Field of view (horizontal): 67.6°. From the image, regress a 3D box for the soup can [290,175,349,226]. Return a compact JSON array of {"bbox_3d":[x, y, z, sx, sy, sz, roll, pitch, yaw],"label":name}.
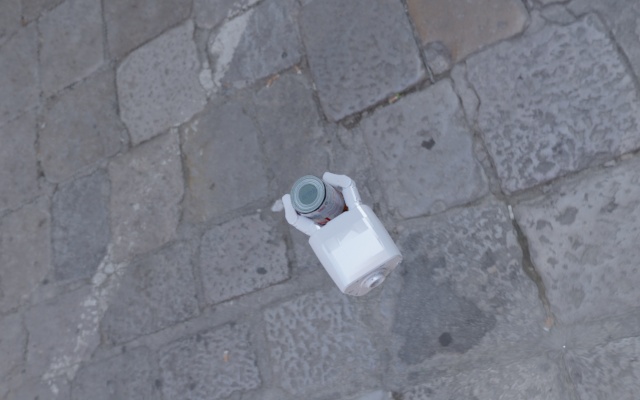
[{"bbox_3d":[0.000,0.002,0.823,0.068,0.068,0.102,0,-15,27],"label":"soup can"}]
